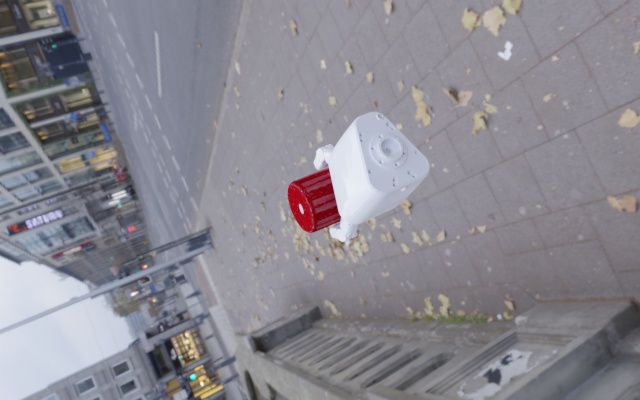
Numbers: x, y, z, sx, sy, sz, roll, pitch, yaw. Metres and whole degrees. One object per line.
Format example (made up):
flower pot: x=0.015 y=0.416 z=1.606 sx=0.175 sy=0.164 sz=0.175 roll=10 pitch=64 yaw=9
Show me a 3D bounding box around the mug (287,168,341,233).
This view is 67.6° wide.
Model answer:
mug: x=0.000 y=0.003 z=0.726 sx=0.081 sy=0.093 sz=0.117 roll=-22 pitch=-14 yaw=-24
